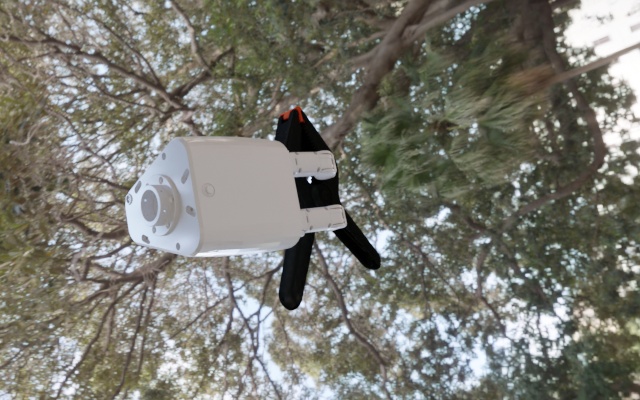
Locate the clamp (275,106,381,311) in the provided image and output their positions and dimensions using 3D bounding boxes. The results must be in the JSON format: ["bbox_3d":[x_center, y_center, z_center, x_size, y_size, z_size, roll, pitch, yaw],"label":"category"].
[{"bbox_3d":[-0.001,0.001,0.530,0.036,0.210,0.164,-16,-9,39],"label":"clamp"}]
